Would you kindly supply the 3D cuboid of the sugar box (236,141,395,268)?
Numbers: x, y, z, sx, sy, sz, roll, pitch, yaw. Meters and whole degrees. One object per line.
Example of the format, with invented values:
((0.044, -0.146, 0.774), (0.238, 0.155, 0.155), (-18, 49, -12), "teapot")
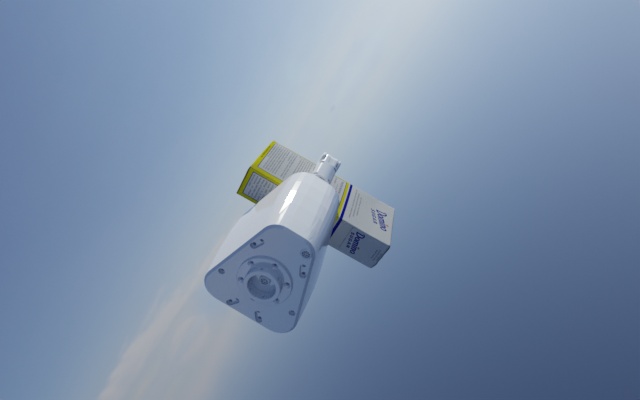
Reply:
((0.000, 0.002, 0.559), (0.176, 0.048, 0.093), (32, 29, -4), "sugar box")
